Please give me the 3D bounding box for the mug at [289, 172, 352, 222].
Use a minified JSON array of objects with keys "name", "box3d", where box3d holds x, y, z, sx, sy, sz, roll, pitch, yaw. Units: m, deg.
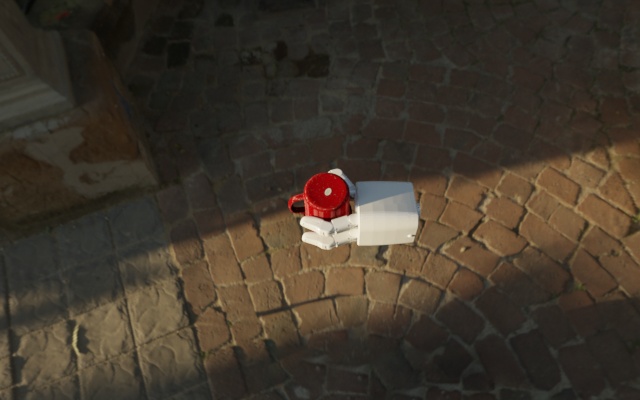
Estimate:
[{"name":"mug","box3d":[-0.001,0.003,0.870,0.117,0.093,0.081,-2,-30,1]}]
